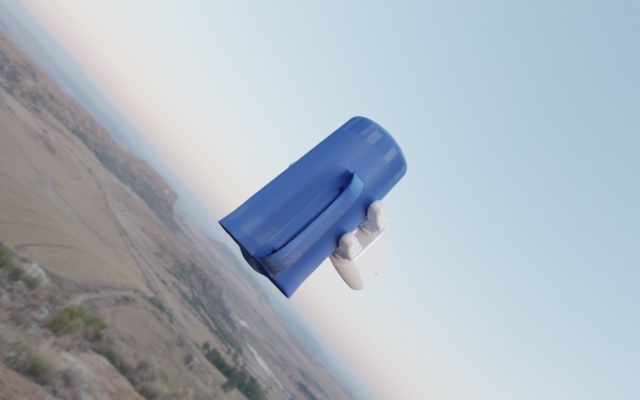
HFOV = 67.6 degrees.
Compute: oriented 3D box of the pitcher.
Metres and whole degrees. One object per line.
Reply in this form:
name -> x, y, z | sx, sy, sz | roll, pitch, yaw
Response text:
pitcher -> 0.000, 0.002, 0.621 | 0.149, 0.243, 0.145 | 40, -14, 33
